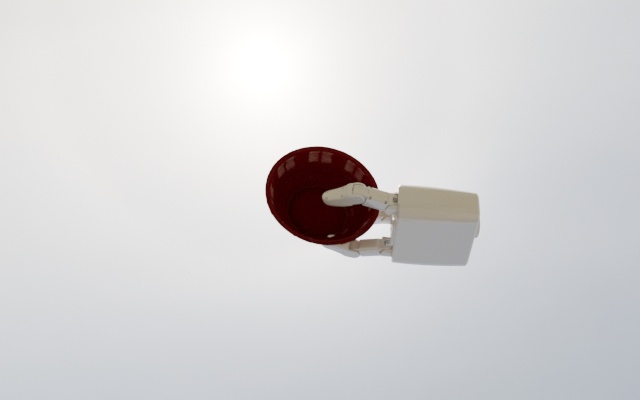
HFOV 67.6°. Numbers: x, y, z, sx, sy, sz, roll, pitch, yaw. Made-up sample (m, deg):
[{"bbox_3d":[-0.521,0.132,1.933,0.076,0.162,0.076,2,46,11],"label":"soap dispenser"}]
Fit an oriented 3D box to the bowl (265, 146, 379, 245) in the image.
[{"bbox_3d":[-0.001,0.002,0.677,0.162,0.162,0.055,0,-32,-12],"label":"bowl"}]
